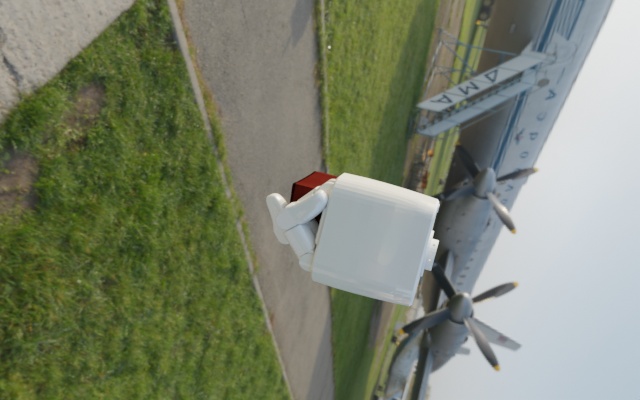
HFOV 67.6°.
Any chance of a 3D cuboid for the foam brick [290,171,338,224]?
[{"bbox_3d":[0.000,0.002,0.568,0.051,0.053,0.078,14,19,15],"label":"foam brick"}]
